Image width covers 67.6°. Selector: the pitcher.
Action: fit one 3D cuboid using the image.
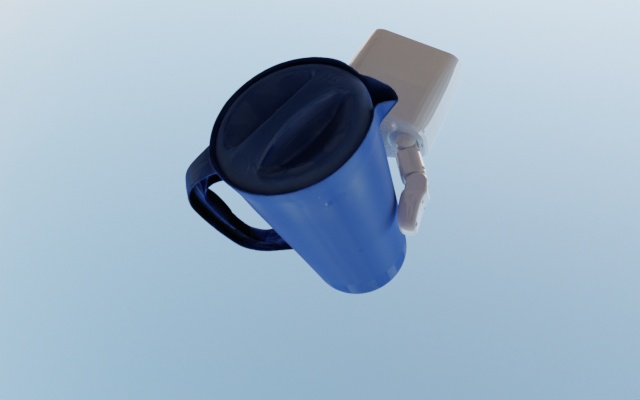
[{"bbox_3d":[0.000,0.001,0.452,0.149,0.145,0.243,17,-24,29],"label":"pitcher"}]
